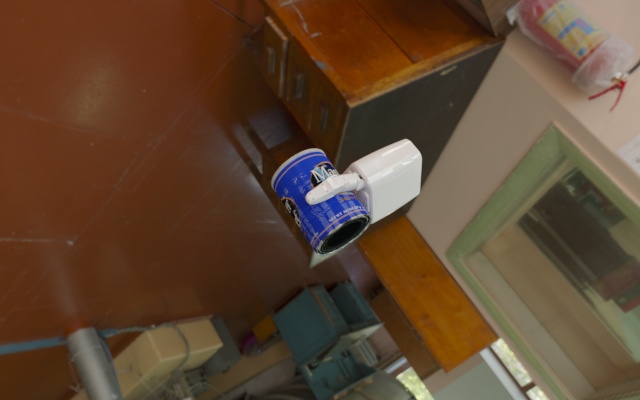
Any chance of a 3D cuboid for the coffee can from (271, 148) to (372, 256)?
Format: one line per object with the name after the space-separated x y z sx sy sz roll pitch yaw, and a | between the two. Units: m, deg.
0.000 0.002 0.761 0.103 0.140 0.103 -30 -23 -14 | coffee can
